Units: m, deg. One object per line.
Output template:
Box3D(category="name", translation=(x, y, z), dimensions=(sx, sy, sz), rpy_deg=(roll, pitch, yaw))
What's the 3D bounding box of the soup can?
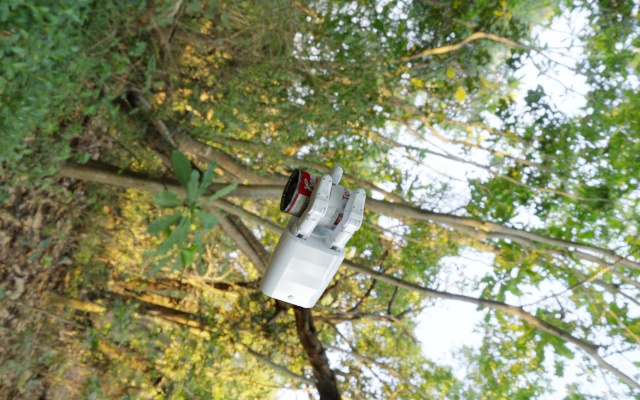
Box3D(category="soup can", translation=(0.001, 0.002, 0.704), dimensions=(0.102, 0.068, 0.068), rpy_deg=(21, -7, -18))
